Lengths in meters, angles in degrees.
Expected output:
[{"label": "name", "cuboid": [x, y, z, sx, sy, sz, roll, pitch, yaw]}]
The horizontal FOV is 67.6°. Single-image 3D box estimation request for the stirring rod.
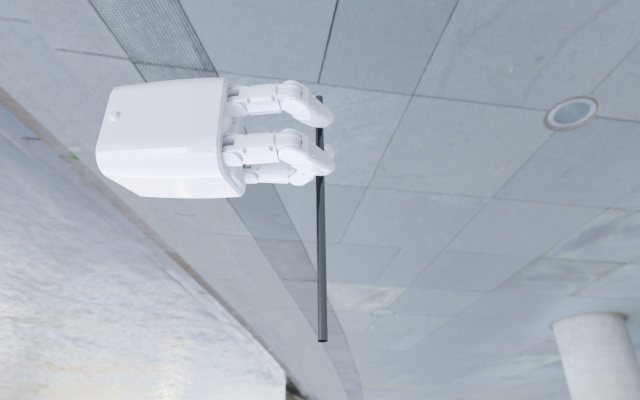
[{"label": "stirring rod", "cuboid": [0.000, 0.001, 0.418, 0.011, 0.239, 0.011, -1, -30, 0]}]
